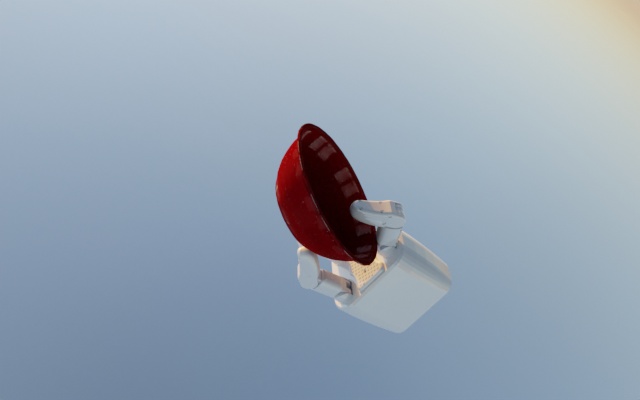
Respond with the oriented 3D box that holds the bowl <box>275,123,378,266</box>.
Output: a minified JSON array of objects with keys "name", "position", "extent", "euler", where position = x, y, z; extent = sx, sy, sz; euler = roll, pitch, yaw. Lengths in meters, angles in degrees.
[{"name":"bowl","position":[-0.001,0.001,0.510],"extent":[0.055,0.162,0.162],"euler":[-25,-9,21]}]
